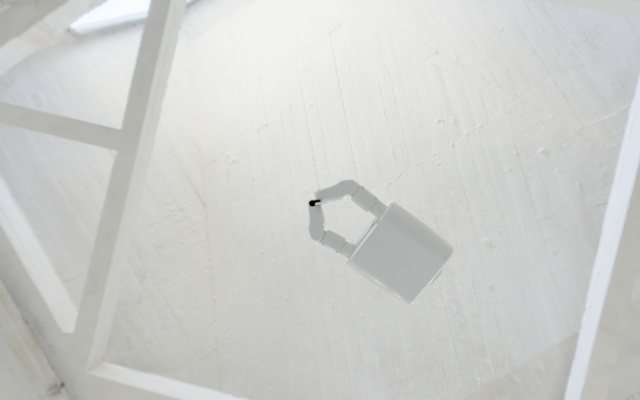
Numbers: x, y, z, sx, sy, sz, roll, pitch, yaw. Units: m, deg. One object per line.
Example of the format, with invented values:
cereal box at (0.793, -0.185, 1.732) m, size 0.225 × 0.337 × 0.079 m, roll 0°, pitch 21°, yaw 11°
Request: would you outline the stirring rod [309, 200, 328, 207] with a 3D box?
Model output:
stirring rod at (0.000, 0.002, 0.679) m, size 0.011 × 0.011 × 0.239 m, roll 0°, pitch 1°, yaw 5°
